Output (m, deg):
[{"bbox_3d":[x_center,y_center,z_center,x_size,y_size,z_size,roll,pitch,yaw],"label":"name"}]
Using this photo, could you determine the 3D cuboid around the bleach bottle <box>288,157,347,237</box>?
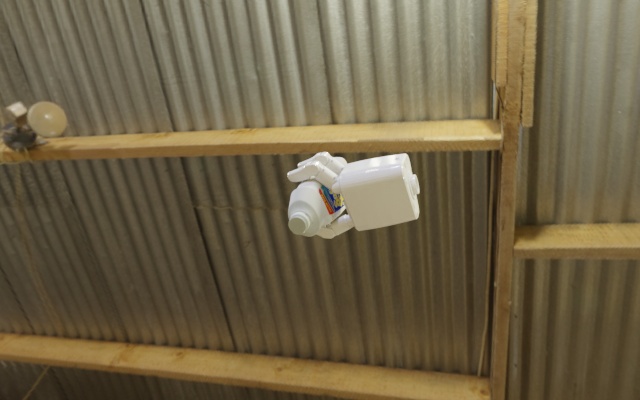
[{"bbox_3d":[0.000,0.003,0.830,0.068,0.102,0.250,-11,17,20],"label":"bleach bottle"}]
